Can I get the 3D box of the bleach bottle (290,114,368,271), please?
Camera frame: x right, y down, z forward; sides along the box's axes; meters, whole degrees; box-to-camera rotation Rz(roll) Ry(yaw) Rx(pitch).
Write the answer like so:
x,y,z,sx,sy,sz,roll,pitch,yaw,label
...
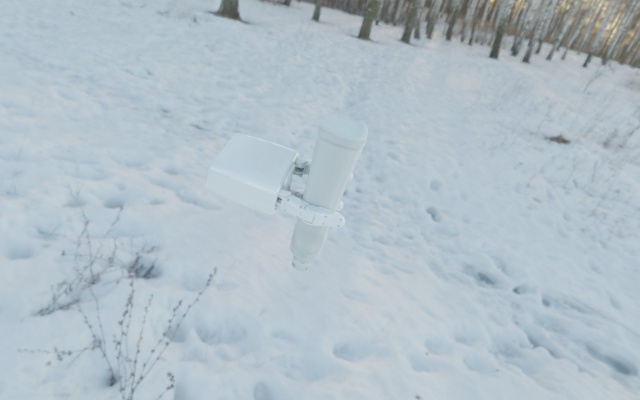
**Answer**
x,y,z,sx,sy,sz,roll,pitch,yaw,label
0.000,0.002,0.720,0.068,0.251,0.102,20,25,3,bleach bottle
